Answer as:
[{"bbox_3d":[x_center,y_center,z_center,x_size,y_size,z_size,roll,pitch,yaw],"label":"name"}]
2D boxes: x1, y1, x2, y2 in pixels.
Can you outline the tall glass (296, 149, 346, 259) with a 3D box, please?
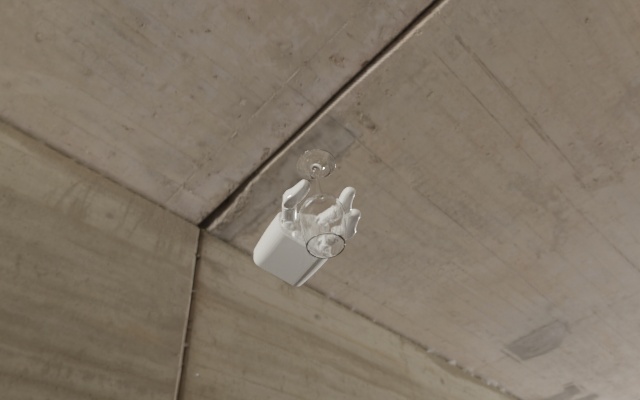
[{"bbox_3d":[0.000,0.002,0.816,0.079,0.079,0.200,0,44,-7],"label":"tall glass"}]
